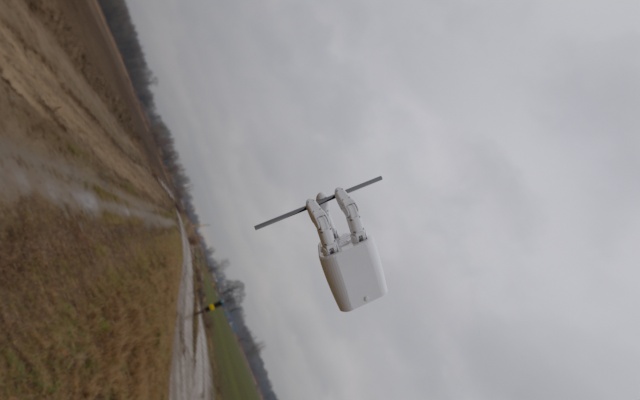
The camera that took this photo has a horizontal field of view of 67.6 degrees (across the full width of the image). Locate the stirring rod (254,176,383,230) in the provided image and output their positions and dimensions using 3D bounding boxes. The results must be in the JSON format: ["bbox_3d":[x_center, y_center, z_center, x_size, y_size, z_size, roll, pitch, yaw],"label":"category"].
[{"bbox_3d":[0.000,0.003,0.817,0.239,0.011,0.011,-22,6,-15],"label":"stirring rod"}]
